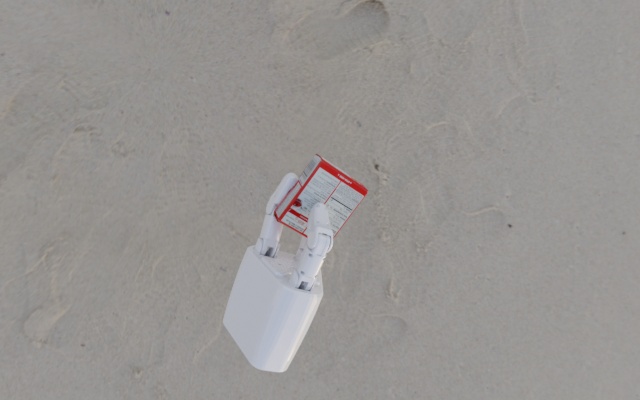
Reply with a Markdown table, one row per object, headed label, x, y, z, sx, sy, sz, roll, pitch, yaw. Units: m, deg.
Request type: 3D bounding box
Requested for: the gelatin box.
| label | x | y | z | sx | sy | sz | roll | pitch | yaw |
| --- | --- | --- | --- | --- | --- | --- | --- | --- | --- |
| gelatin box | 0.000 | 0.002 | 0.559 | 0.073 | 0.089 | 0.030 | 32 | 11 | -26 |
